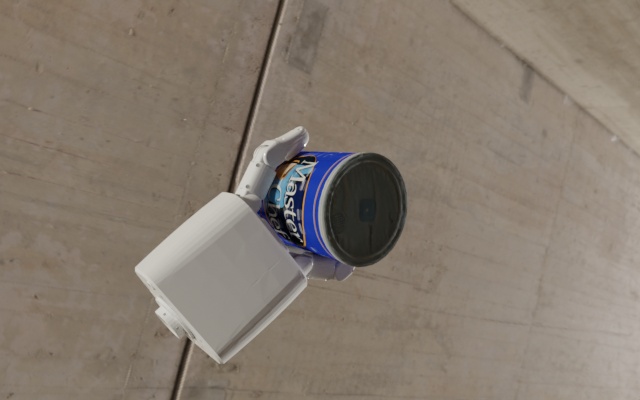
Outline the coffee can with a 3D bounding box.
[{"bbox_3d":[0.000,0.001,0.476,0.103,0.103,0.140,0,6,-38],"label":"coffee can"}]
